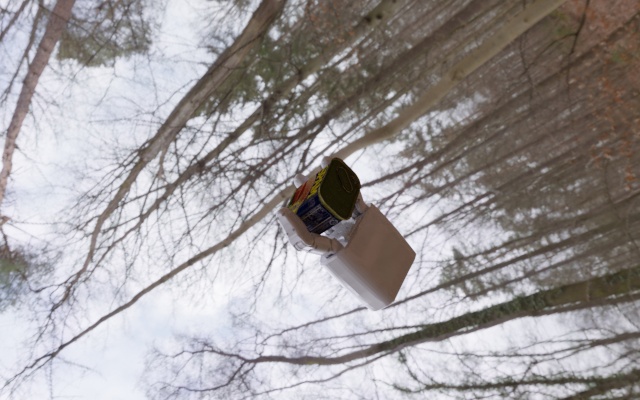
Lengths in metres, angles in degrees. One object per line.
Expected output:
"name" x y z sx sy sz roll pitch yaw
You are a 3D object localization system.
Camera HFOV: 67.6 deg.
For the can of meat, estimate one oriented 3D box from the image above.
"can of meat" 0.000 0.002 0.645 0.084 0.057 0.102 -35 19 35
